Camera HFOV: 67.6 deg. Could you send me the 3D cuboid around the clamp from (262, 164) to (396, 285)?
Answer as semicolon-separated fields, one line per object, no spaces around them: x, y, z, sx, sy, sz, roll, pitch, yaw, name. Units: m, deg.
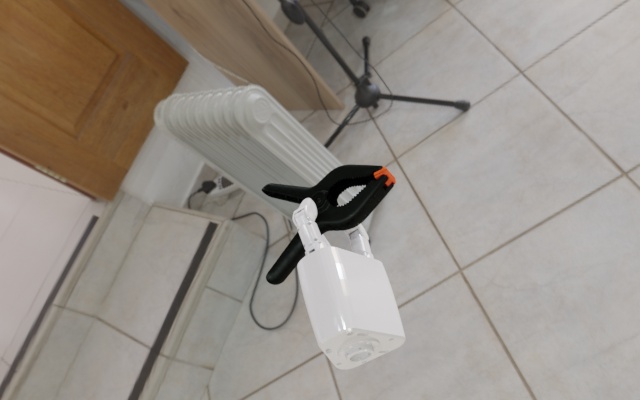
0.000;0.002;0.651;0.210;0.164;0.036;-32;-41;18;clamp
